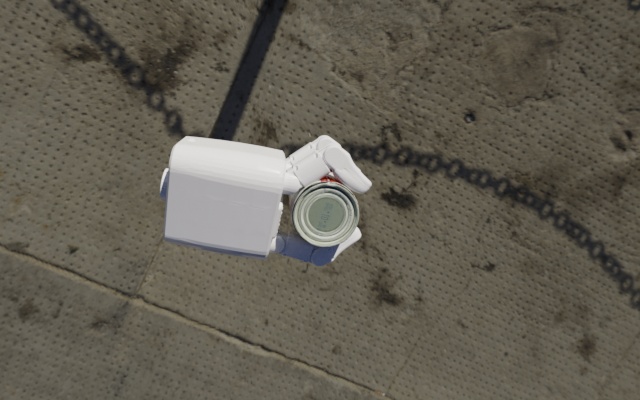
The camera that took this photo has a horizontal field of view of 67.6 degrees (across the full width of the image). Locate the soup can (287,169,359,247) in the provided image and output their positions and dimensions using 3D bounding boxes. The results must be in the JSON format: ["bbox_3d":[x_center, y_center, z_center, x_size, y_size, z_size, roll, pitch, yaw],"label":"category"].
[{"bbox_3d":[0.001,0.002,0.507,0.068,0.068,0.102,0,15,-7],"label":"soup can"}]
